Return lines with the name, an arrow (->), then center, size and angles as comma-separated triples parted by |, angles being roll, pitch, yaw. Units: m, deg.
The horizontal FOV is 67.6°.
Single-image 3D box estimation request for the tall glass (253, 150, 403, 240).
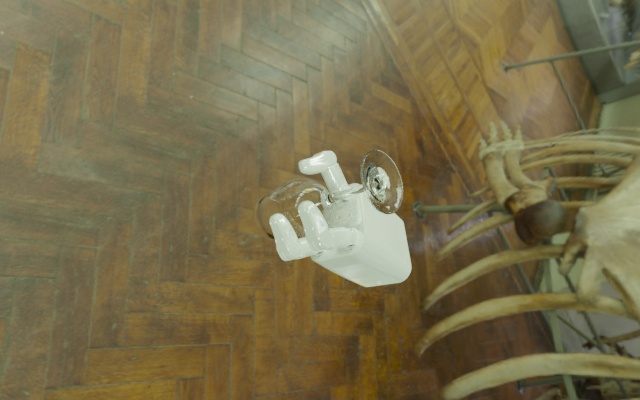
tall glass -> 0.000, 0.002, 0.597 | 0.201, 0.079, 0.079 | -18, -12, 42
